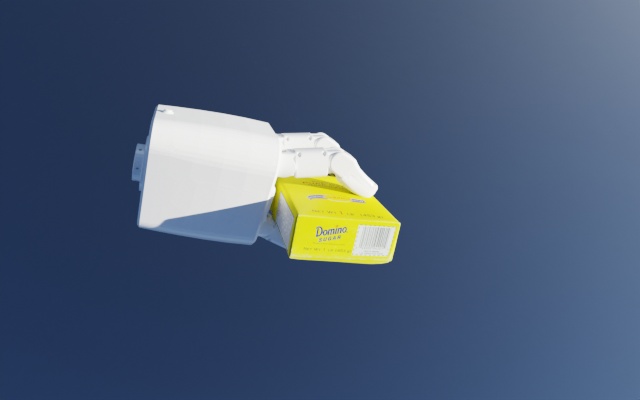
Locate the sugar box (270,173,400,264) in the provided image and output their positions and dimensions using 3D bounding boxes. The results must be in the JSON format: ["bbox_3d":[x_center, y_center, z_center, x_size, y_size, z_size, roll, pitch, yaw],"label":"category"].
[{"bbox_3d":[0.000,0.001,0.468,0.093,0.048,0.176,6,21,-18],"label":"sugar box"}]
